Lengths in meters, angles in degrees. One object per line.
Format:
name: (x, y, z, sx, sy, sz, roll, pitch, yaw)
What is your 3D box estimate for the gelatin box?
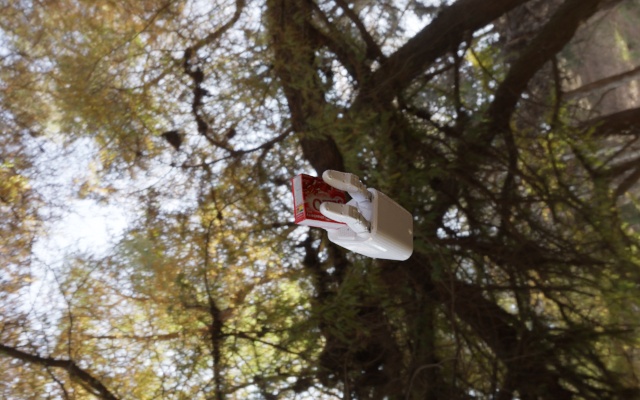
gelatin box: (0.000, 0.002, 0.732, 0.089, 0.073, 0.030, 11, -25, -39)
